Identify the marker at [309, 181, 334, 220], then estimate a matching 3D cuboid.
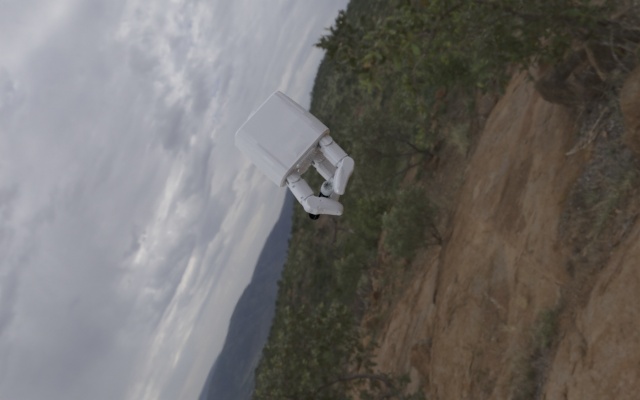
[{"bbox_3d":[0.000,0.003,0.769,0.020,0.020,0.121,0,-24,-12],"label":"marker"}]
